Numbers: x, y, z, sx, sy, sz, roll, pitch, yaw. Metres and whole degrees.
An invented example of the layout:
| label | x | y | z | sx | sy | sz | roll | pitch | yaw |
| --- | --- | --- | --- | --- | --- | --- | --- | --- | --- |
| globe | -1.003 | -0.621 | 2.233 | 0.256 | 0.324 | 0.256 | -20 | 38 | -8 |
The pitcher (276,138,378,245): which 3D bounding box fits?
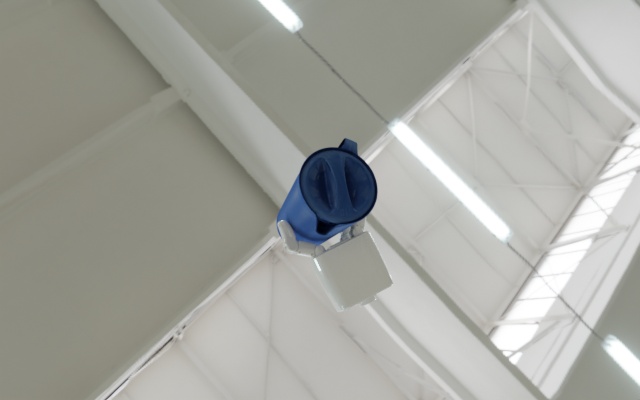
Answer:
| label | x | y | z | sx | sy | sz | roll | pitch | yaw |
| --- | --- | --- | --- | --- | --- | --- | --- | --- | --- |
| pitcher | 0.000 | 0.003 | 0.866 | 0.149 | 0.145 | 0.243 | -23 | -10 | -24 |
